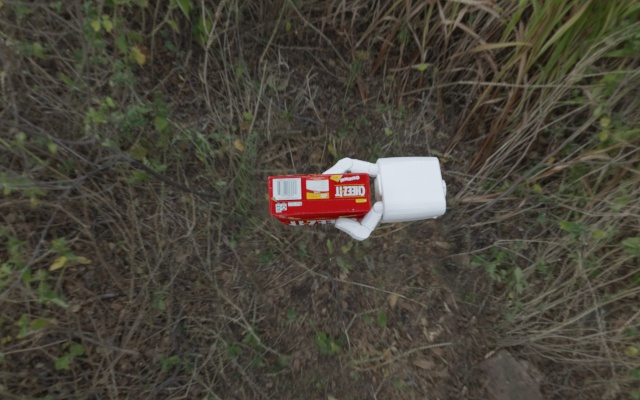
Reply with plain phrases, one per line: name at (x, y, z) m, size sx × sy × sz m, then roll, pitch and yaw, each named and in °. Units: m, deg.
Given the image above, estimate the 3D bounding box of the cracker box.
cracker box at (0.000, 0.003, 0.859) m, size 0.164 × 0.072 × 0.214 m, roll -3°, pitch -7°, yaw 1°
